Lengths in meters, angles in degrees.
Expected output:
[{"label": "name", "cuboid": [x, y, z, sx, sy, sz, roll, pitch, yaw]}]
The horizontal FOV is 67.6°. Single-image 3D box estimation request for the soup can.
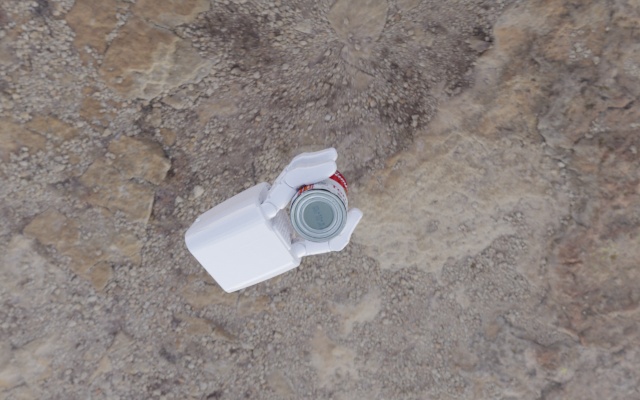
[{"label": "soup can", "cuboid": [0.001, 0.002, 0.589, 0.068, 0.068, 0.102, 0, 19, 4]}]
